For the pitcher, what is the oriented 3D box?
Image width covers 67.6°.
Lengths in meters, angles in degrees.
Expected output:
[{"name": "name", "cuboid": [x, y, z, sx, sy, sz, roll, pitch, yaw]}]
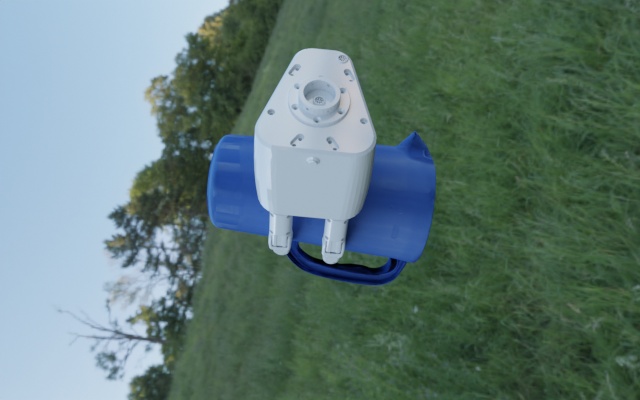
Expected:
[{"name": "pitcher", "cuboid": [0.000, 0.002, 0.552, 0.243, 0.149, 0.145, 7, -25, 0]}]
